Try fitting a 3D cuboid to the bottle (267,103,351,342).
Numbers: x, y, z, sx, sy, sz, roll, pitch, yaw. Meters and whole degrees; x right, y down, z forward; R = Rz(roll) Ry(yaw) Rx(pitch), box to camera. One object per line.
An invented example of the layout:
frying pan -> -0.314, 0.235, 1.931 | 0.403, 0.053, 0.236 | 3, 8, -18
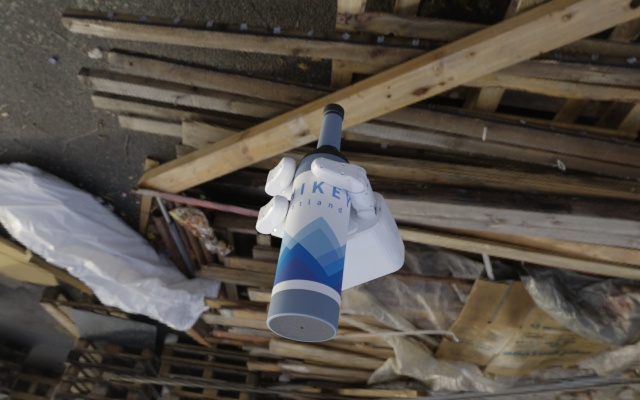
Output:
bottle -> 0.000, 0.002, 0.529 | 0.069, 0.295, 0.069 | 6, -36, 4
